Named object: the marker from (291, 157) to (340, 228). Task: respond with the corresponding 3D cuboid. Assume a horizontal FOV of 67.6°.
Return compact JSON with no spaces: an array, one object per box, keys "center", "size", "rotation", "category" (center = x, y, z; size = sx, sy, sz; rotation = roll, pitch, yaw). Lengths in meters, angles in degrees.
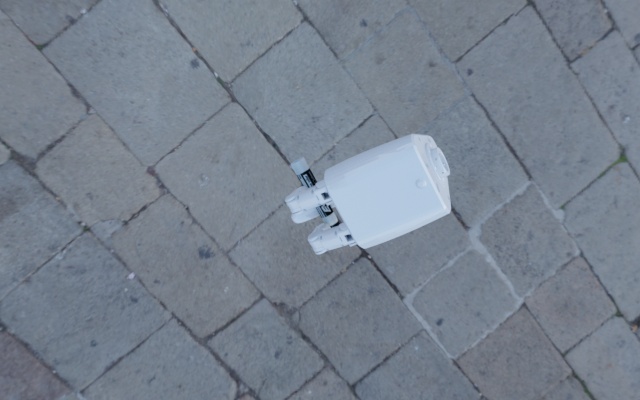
[{"center":[0.000,0.002,0.604],"size":[0.020,0.121,0.020],"rotation":[-28,12,7],"category":"marker"}]
